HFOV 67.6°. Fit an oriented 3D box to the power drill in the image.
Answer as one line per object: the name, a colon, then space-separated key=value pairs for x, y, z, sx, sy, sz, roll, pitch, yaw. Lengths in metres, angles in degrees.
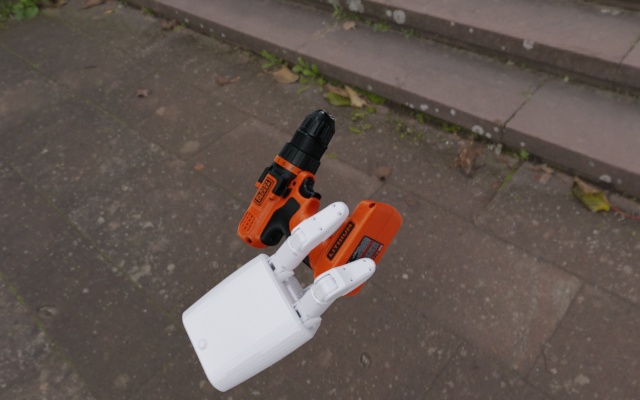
power drill: x=0.000 y=0.002 z=0.528 sx=0.057 sy=0.184 sz=0.187 roll=25 pitch=8 yaw=-43
